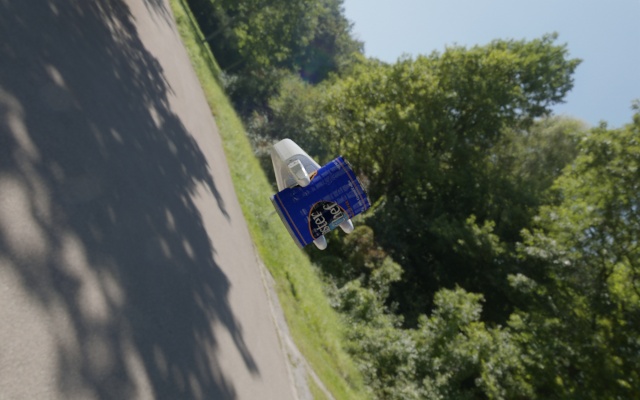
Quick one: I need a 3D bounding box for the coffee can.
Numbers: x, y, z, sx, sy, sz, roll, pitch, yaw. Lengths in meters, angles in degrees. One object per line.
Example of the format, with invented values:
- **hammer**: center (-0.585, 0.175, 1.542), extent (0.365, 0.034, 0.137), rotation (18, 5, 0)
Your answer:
- **coffee can**: center (0.000, 0.003, 0.804), extent (0.140, 0.103, 0.103), rotation (-30, 1, -2)
